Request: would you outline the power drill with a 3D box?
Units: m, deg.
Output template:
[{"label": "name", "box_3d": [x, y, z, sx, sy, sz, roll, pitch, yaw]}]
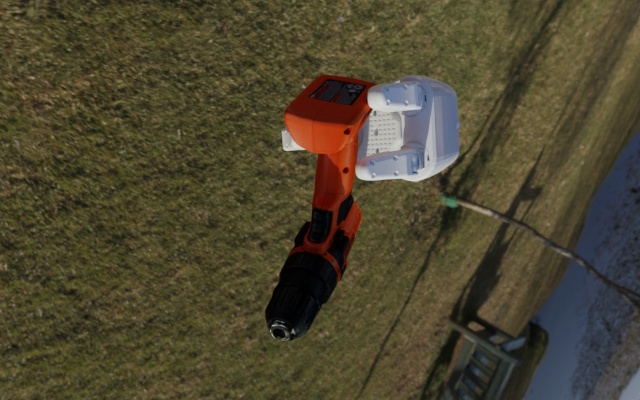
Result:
[{"label": "power drill", "box_3d": [0.000, 0.001, 0.410, 0.057, 0.188, 0.184, 14, 36, 11]}]
